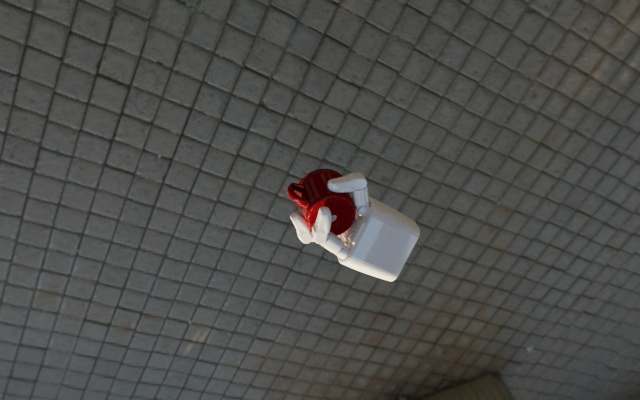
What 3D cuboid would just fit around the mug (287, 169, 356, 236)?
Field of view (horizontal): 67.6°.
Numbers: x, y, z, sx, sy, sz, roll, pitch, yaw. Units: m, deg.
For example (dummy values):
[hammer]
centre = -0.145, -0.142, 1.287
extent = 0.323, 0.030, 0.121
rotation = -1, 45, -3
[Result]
[mug]
centre = -0.001, 0.002, 0.779
extent = 0.117, 0.093, 0.081
rotation = 23, 22, -24
